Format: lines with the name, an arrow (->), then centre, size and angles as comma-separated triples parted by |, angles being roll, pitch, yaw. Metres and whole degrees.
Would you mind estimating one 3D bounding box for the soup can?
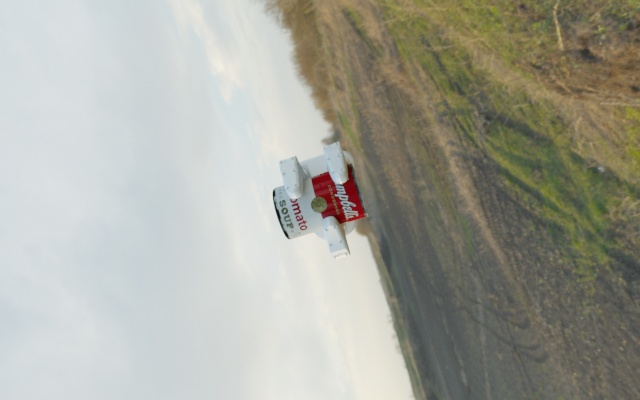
soup can -> 0.000, 0.002, 0.580 | 0.102, 0.068, 0.068 | -17, -2, 5
